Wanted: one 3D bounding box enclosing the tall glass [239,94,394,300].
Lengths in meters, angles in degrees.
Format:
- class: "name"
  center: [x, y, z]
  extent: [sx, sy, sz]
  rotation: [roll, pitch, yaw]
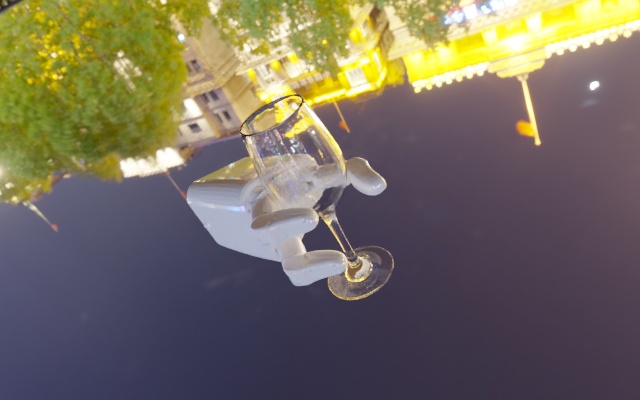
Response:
- class: "tall glass"
  center: [0.001, 0.002, 0.455]
  extent: [0.079, 0.201, 0.079]
  rotation: [-21, 32, 14]
